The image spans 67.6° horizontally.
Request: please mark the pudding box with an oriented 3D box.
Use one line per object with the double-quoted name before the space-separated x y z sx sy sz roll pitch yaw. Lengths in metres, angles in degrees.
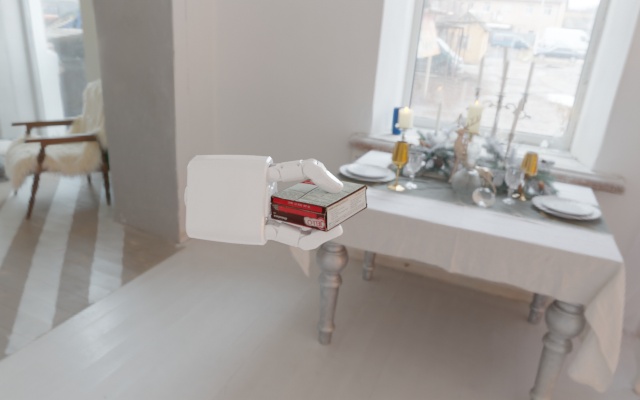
"pudding box" 0.000 0.002 0.652 0.090 0.039 0.113 13 25 31
